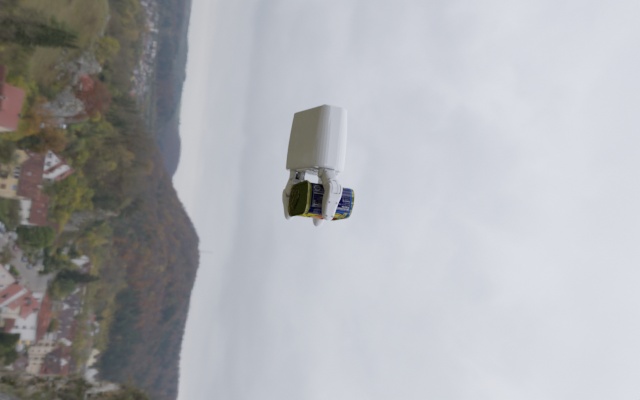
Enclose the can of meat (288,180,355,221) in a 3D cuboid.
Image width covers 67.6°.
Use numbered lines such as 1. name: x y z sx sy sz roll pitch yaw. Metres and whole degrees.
1. can of meat: 0.000 0.003 0.814 0.084 0.057 0.102 8 -8 -20
